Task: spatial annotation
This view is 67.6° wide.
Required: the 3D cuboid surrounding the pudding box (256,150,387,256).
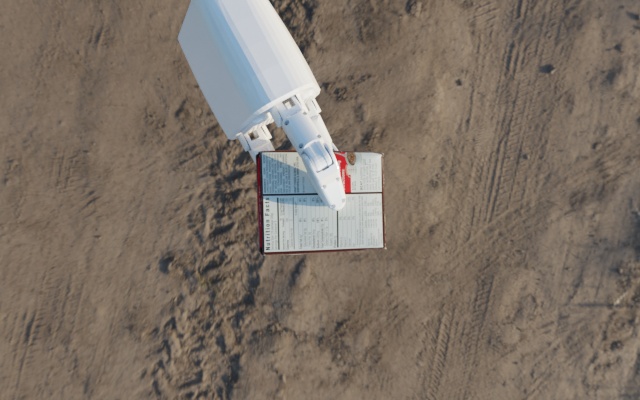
[{"bbox_3d":[0.000,0.001,0.423,0.113,0.090,0.039,-1,0,-9],"label":"pudding box"}]
